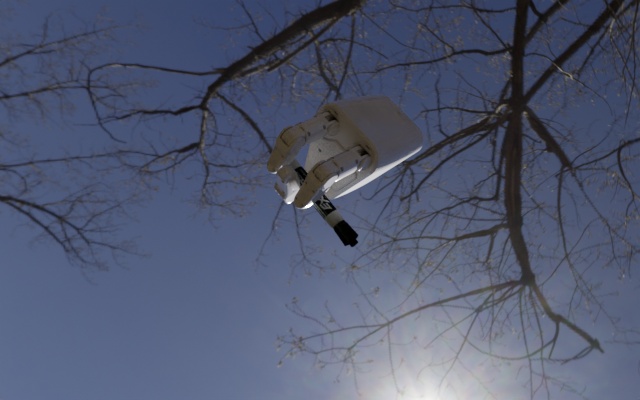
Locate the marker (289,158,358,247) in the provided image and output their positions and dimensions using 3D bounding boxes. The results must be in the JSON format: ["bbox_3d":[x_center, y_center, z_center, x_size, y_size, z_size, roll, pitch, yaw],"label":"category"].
[{"bbox_3d":[0.000,0.002,0.520,0.020,0.121,0.020,-36,-17,-12],"label":"marker"}]
